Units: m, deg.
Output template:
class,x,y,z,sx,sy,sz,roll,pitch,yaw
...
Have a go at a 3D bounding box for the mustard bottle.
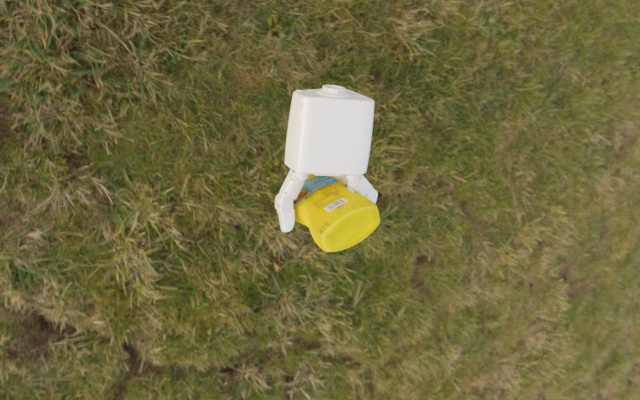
class,x,y,z,sx,sy,sz,roll,pitch,yaw
mustard bottle,0.000,0.003,0.726,0.096,0.058,0.191,-29,35,-15
